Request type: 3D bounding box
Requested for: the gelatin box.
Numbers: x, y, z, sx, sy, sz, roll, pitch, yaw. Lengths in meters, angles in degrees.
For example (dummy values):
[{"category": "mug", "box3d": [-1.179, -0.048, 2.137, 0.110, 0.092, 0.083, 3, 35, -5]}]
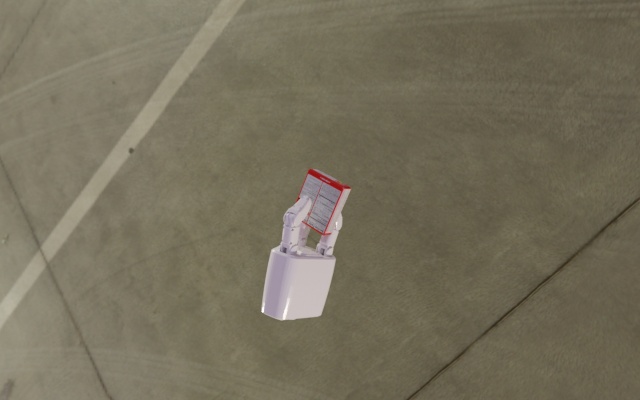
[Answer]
[{"category": "gelatin box", "box3d": [0.000, 0.002, 0.784, 0.073, 0.089, 0.030, 30, 17, 27]}]
